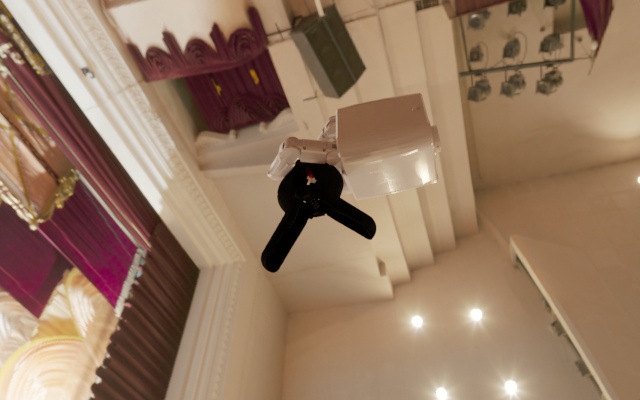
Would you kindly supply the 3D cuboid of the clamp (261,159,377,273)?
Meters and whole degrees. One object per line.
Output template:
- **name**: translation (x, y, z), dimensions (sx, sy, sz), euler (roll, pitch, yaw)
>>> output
- **clamp**: translation (0.000, 0.002, 0.526), dimensions (0.120, 0.039, 0.171), euler (-10, 41, 11)
